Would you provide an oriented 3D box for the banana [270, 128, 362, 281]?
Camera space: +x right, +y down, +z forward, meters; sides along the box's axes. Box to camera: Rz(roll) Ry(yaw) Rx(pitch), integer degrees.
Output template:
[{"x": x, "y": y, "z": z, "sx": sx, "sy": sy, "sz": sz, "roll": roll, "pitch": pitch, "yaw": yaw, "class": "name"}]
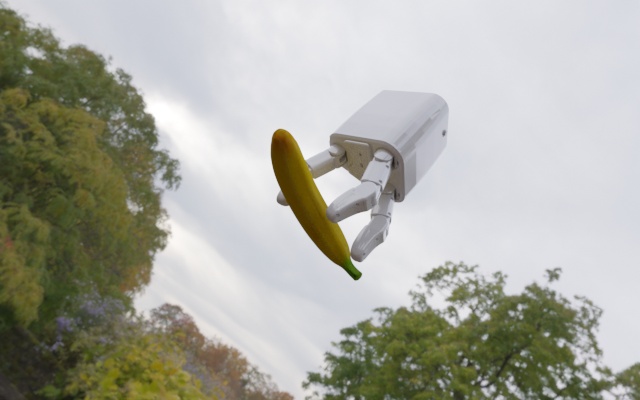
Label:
[{"x": -0.009, "y": 0.002, "z": 0.522, "sx": 0.037, "sy": 0.198, "sz": 0.069, "roll": -43, "pitch": 30, "yaw": -22, "class": "banana"}]
